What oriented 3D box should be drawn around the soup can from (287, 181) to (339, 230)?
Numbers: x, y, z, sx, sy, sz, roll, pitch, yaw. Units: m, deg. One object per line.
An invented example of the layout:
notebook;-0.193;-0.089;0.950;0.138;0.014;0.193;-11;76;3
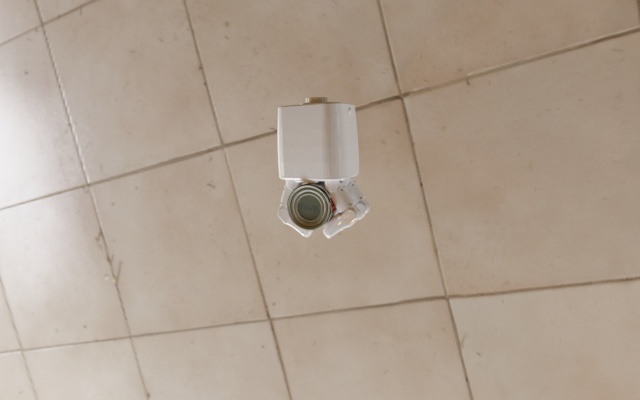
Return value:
soup can;0.000;0.003;0.709;0.068;0.068;0.102;0;9;20
